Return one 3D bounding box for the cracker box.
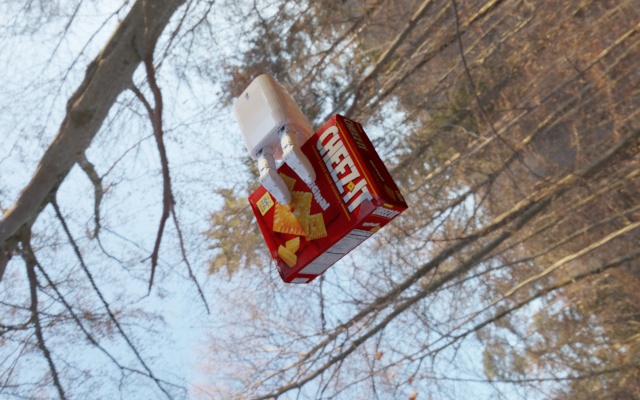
[{"bbox_3d":[0.000,0.002,0.720,0.214,0.164,0.072,-41,-30,27],"label":"cracker box"}]
